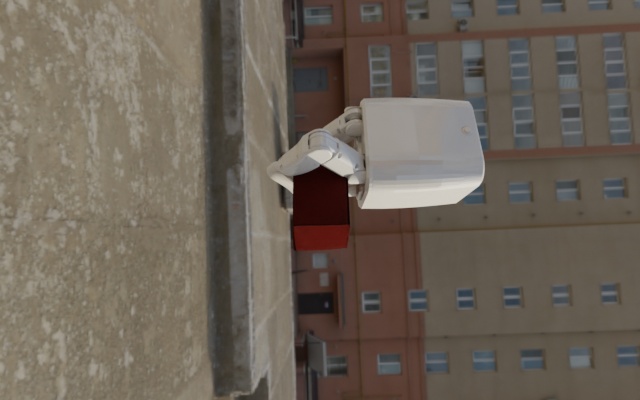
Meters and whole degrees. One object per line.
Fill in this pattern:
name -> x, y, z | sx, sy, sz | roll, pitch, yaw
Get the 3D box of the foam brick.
foam brick -> 0.000, 0.002, 0.447 | 0.051, 0.078, 0.053 | 0, -29, -2
